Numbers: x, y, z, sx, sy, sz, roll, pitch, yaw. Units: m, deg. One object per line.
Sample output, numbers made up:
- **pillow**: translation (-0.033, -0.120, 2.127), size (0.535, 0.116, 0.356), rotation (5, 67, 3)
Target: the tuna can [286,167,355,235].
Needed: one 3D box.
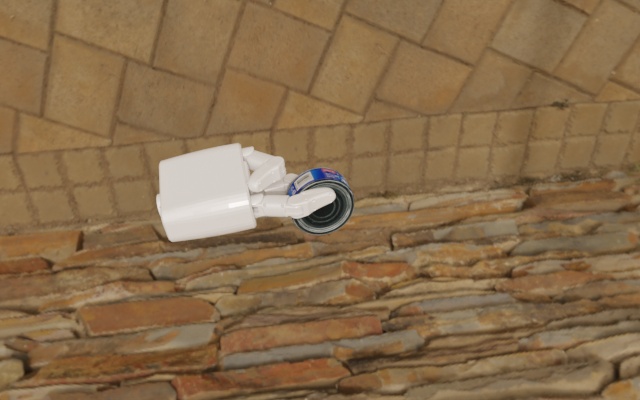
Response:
- **tuna can**: translation (0.000, 0.002, 0.617), size (0.086, 0.086, 0.033), rotation (0, 31, -16)
